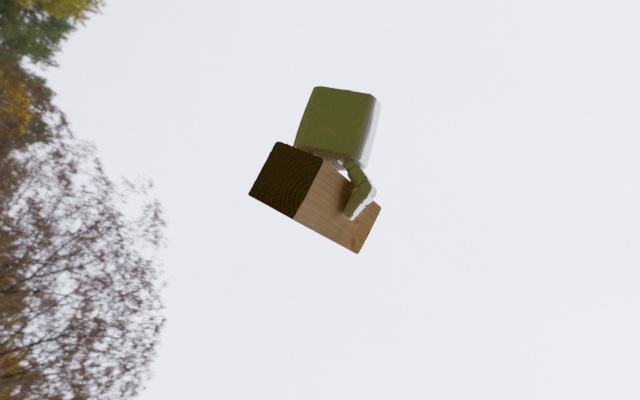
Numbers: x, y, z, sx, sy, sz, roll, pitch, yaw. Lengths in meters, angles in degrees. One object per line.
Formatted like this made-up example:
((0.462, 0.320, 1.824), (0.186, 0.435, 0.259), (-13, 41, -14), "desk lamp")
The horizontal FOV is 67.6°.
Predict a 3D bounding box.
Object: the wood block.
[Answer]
((0.001, 0.002, 0.718), (0.091, 0.090, 0.206), (25, -5, 35), "wood block")
